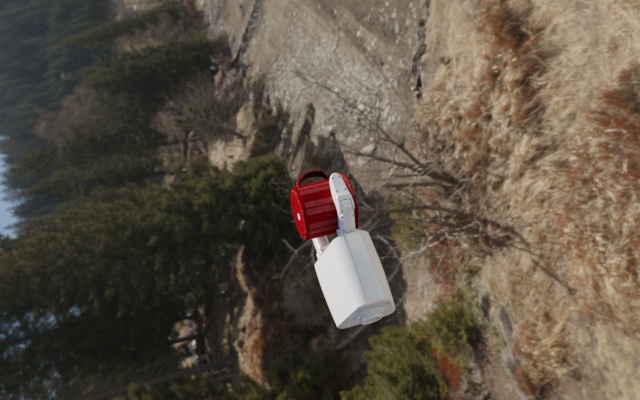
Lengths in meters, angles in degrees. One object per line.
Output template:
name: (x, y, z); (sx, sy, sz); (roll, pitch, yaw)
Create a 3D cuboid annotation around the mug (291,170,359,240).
mug: (-0.001, 0.001, 0.727); (0.081, 0.117, 0.093); (-14, -29, -13)
